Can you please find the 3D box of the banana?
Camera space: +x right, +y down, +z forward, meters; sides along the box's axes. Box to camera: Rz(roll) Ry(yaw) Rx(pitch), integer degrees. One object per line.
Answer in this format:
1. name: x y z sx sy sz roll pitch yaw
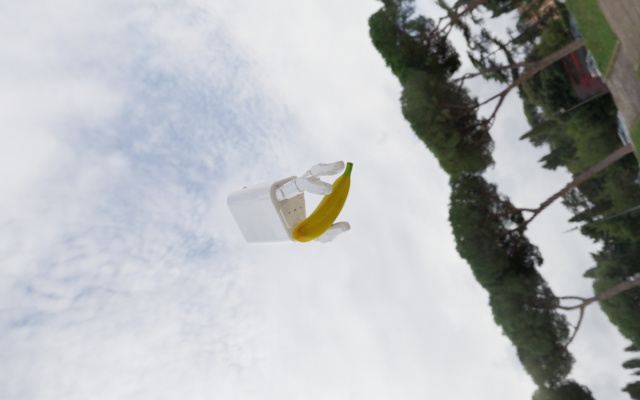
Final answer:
1. banana: 0.004 0.015 0.775 0.037 0.070 0.197 11 42 24
